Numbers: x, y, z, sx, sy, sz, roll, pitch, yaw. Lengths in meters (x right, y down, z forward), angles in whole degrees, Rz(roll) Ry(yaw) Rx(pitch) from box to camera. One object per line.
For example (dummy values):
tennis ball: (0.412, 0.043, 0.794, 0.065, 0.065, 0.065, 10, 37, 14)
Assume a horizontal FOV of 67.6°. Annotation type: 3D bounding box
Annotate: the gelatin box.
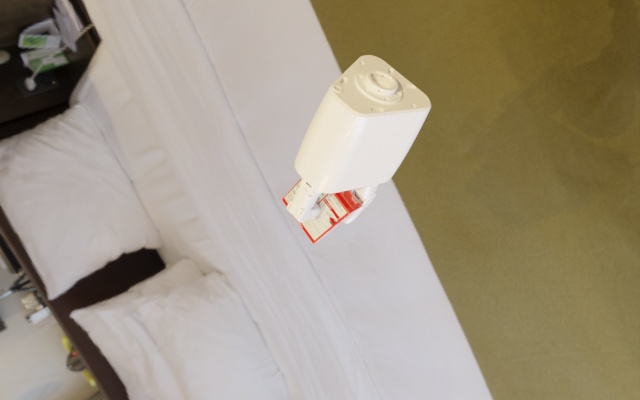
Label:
gelatin box: (0.000, 0.002, 0.598, 0.030, 0.073, 0.089, -30, -10, -44)
